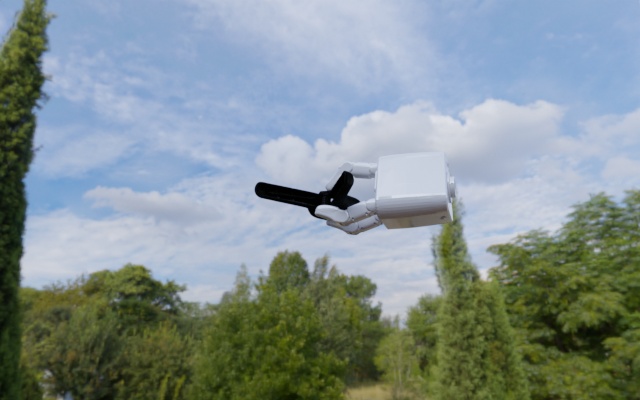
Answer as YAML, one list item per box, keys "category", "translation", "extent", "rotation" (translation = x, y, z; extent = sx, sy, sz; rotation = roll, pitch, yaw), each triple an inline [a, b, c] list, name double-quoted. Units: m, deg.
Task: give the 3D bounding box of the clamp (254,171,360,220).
- category: "clamp"
  translation: [0.001, 0.002, 0.794]
  extent: [0.164, 0.036, 0.210]
  rotation: [-2, -19, 20]
